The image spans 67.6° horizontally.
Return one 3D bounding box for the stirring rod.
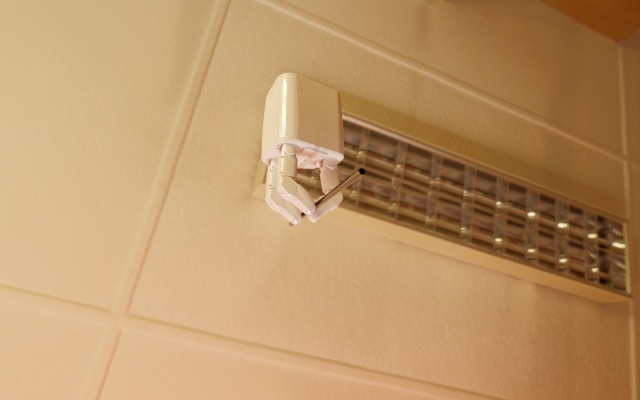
[{"bbox_3d":[0.000,0.002,0.617,0.011,0.011,0.239,0,-16,-23],"label":"stirring rod"}]
